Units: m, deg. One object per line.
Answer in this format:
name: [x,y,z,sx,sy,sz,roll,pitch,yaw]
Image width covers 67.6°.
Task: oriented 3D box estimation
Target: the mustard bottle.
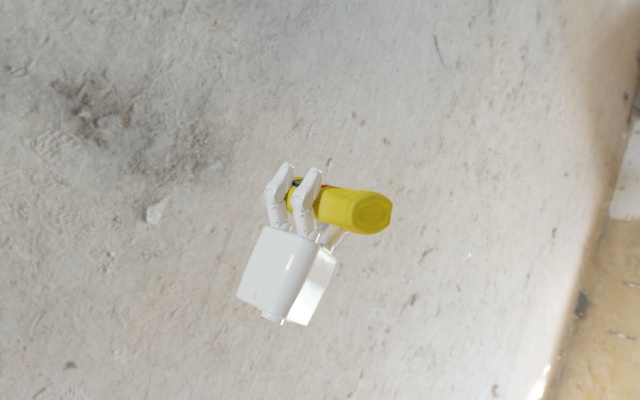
mustard bottle: [0.000,0.002,0.679,0.191,0.058,0.096,13,9,42]
